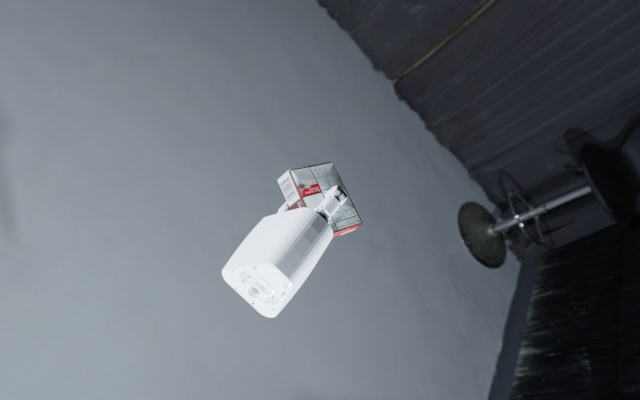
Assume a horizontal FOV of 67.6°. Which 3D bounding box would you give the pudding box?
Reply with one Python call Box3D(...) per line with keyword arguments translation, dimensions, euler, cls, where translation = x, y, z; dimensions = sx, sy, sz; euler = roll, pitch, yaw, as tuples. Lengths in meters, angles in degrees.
Box3D(translation=(0.000, 0.002, 0.711), dimensions=(0.090, 0.113, 0.039), euler=(-14, -15, -41), cls="pudding box")
